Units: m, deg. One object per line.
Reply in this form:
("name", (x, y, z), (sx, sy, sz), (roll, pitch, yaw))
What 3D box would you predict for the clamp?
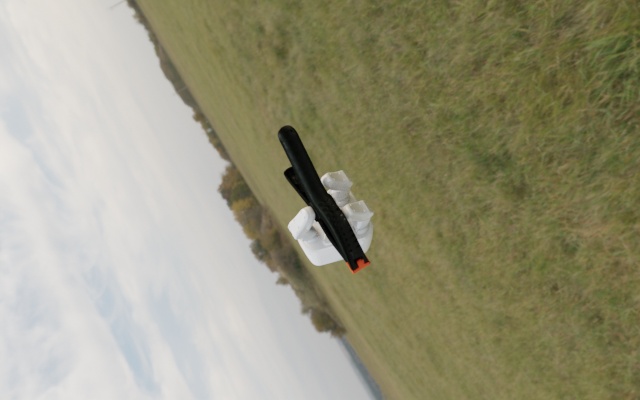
("clamp", (0.000, 0.003, 0.656), (0.036, 0.210, 0.165), (-31, -20, -9))
